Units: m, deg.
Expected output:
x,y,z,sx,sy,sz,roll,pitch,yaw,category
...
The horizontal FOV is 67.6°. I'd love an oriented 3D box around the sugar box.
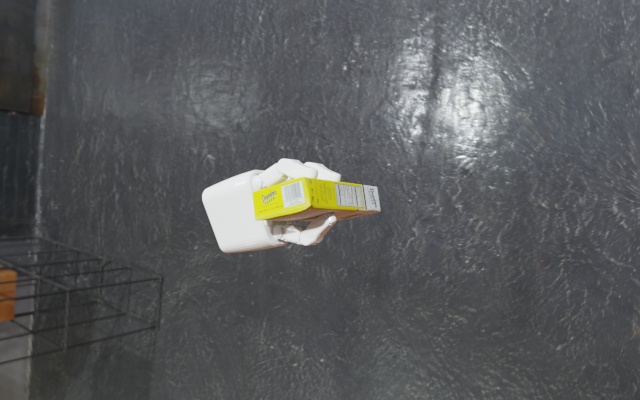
x,y,z,sx,sy,sz,roll,pitch,yaw,category
0.000,0.002,0.669,0.093,0.048,0.176,-13,-8,35,sugar box
